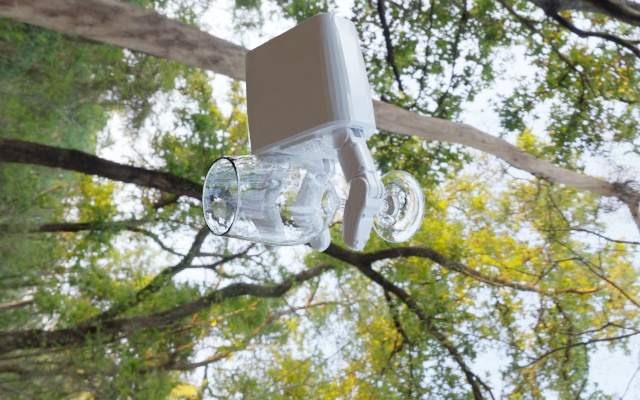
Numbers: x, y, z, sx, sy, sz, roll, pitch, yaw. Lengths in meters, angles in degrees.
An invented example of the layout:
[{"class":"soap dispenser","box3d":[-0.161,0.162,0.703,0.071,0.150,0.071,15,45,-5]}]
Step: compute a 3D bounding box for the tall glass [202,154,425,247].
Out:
[{"class":"tall glass","box3d":[0.001,0.002,0.426,0.201,0.079,0.079,3,-2,-39]}]
